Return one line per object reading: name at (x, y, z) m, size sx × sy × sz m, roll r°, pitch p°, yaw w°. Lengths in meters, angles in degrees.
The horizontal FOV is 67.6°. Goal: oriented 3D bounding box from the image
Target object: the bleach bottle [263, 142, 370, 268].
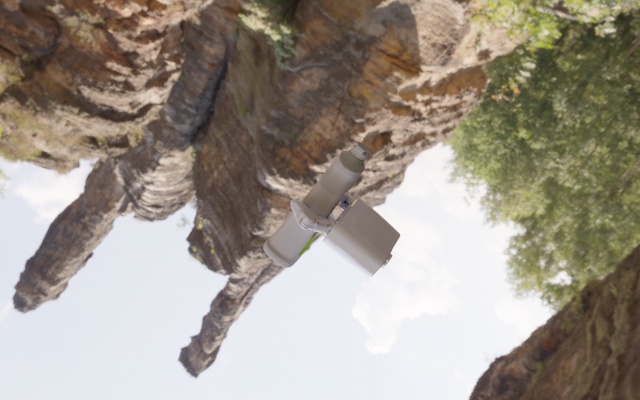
bleach bottle at (0.000, 0.003, 0.844) m, size 0.068 × 0.251 × 0.102 m, roll 39°, pitch 24°, yaw 3°
